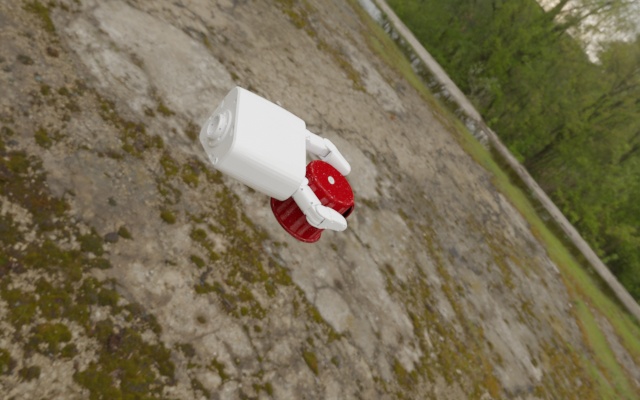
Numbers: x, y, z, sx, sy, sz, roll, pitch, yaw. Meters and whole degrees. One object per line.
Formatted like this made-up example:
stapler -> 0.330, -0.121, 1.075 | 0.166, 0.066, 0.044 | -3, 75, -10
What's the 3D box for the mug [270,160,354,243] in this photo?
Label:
mug -> 0.001, 0.003, 0.668 | 0.117, 0.093, 0.081 | 24, -54, -38
